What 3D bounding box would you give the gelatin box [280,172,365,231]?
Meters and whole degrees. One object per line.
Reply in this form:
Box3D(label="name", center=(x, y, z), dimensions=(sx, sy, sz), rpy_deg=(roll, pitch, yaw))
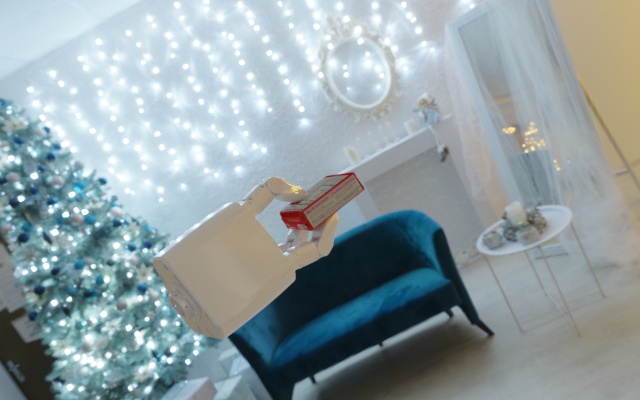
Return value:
Box3D(label="gelatin box", center=(0.000, 0.001, 0.593), dimensions=(0.089, 0.030, 0.073), rpy_deg=(-38, 14, -21))
